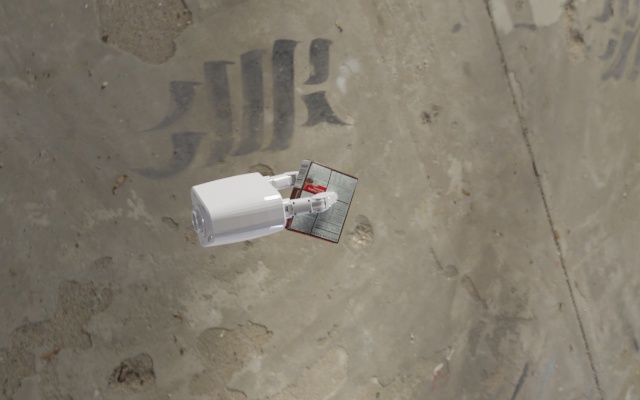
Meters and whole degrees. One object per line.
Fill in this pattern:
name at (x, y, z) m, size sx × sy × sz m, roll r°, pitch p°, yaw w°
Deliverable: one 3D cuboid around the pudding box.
pudding box at (0.000, 0.002, 0.748) m, size 0.090 × 0.113 × 0.039 m, roll 19°, pitch 0°, yaw -25°
